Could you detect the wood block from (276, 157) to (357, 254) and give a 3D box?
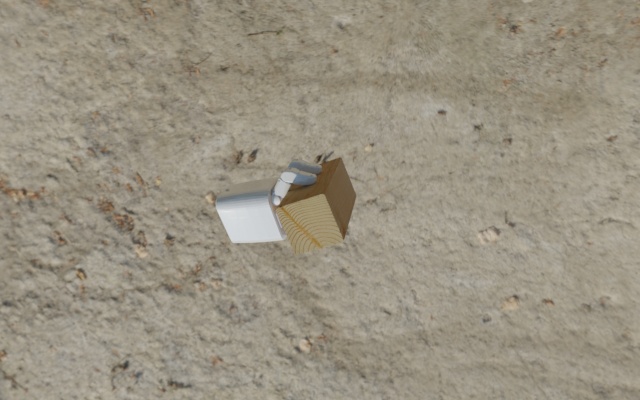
[{"bbox_3d":[0.000,0.003,0.862,0.090,0.091,0.206,-17,18,16],"label":"wood block"}]
